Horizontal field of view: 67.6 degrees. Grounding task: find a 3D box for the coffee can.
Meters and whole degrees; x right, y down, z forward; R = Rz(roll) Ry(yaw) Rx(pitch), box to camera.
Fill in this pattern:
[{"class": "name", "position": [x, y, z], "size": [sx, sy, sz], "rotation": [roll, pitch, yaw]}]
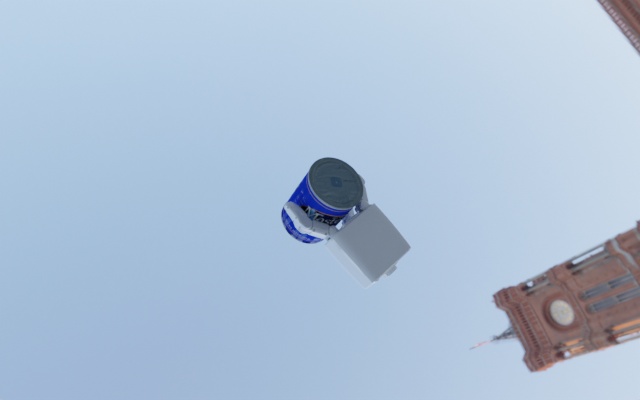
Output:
[{"class": "coffee can", "position": [0.000, 0.003, 0.863], "size": [0.103, 0.102, 0.140], "rotation": [0, -30, -27]}]
